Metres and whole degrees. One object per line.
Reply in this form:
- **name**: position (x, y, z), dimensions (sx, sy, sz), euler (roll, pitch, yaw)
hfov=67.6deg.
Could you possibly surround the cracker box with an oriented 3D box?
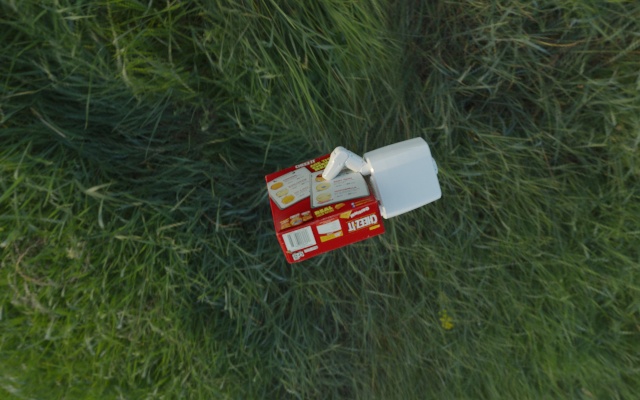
- **cracker box**: position (0.000, 0.003, 0.825), dimensions (0.164, 0.072, 0.213), euler (-19, 30, -1)
